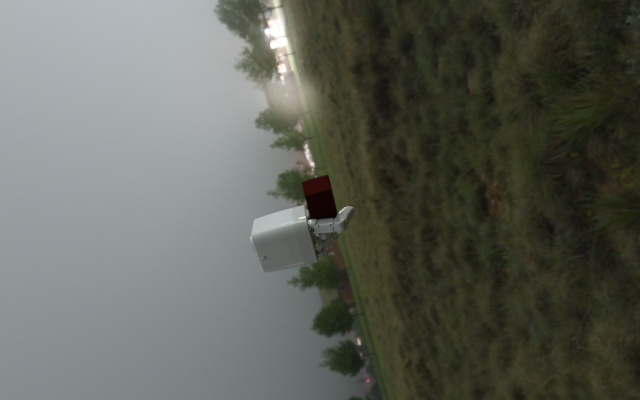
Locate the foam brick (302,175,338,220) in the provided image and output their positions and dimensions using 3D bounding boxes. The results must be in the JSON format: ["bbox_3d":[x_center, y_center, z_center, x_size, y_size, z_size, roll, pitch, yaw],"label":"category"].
[{"bbox_3d":[0.000,0.003,0.879,0.051,0.078,0.053,-13,33,1],"label":"foam brick"}]
